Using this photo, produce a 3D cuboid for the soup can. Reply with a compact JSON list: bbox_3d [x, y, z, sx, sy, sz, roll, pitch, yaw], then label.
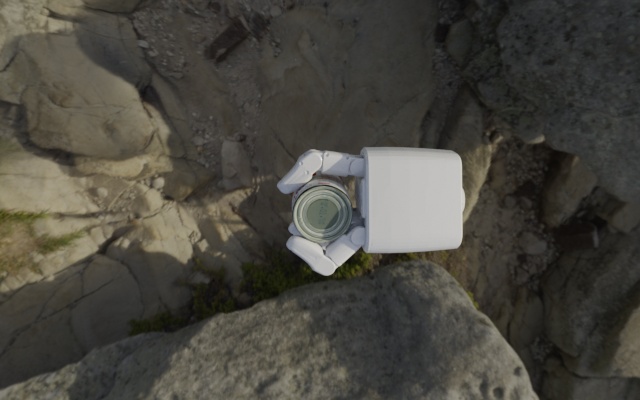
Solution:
[{"bbox_3d":[0.000,0.002,0.558,0.068,0.068,0.102,0,16,-3],"label":"soup can"}]
